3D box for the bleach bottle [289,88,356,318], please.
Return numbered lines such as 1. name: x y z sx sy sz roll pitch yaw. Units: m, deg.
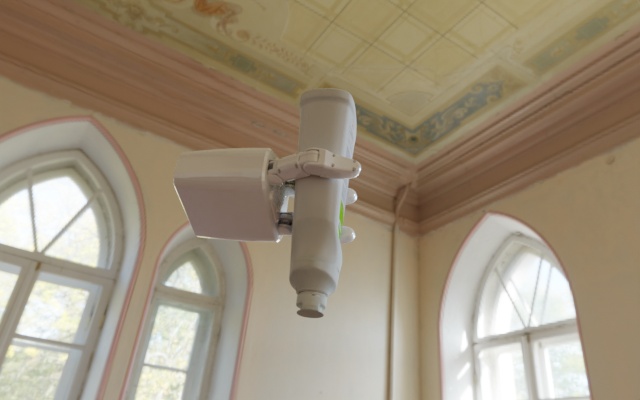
1. bleach bottle: 0.000 0.002 0.534 0.068 0.250 0.103 1 -30 10
